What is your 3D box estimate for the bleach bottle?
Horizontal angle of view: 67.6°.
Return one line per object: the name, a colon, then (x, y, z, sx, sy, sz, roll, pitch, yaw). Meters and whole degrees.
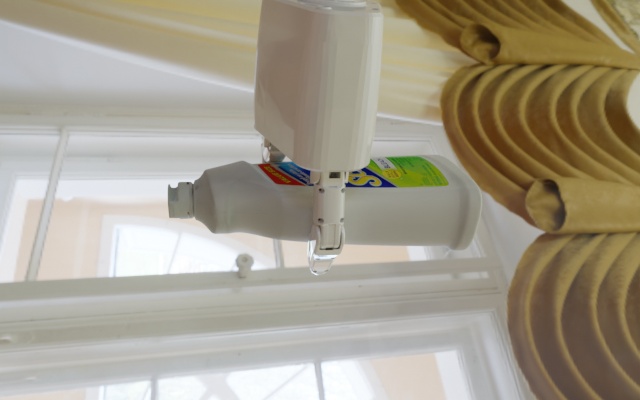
bleach bottle: (0.000, 0.001, 0.411, 0.251, 0.068, 0.102, -2, 28, -13)
